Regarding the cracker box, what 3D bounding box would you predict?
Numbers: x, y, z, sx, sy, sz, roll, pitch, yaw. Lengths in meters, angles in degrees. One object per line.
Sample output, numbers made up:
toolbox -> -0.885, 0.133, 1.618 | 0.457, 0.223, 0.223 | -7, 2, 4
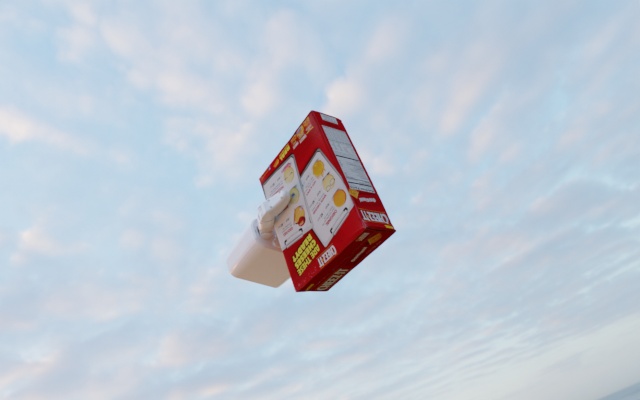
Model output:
cracker box -> 0.000, 0.002, 0.706 | 0.072, 0.213, 0.164 | 7, -42, -40
